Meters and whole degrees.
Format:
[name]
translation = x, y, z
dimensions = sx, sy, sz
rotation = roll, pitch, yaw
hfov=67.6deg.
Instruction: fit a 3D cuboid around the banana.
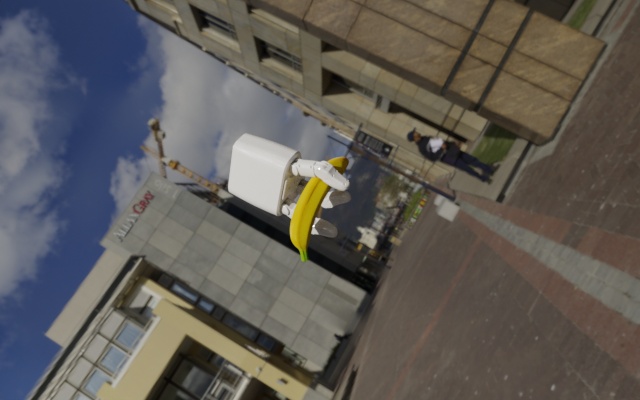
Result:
[banana]
translation = -0.006, -0.003, 0.779
dimensions = 0.037, 0.197, 0.070
rotation = 17, -21, 23
